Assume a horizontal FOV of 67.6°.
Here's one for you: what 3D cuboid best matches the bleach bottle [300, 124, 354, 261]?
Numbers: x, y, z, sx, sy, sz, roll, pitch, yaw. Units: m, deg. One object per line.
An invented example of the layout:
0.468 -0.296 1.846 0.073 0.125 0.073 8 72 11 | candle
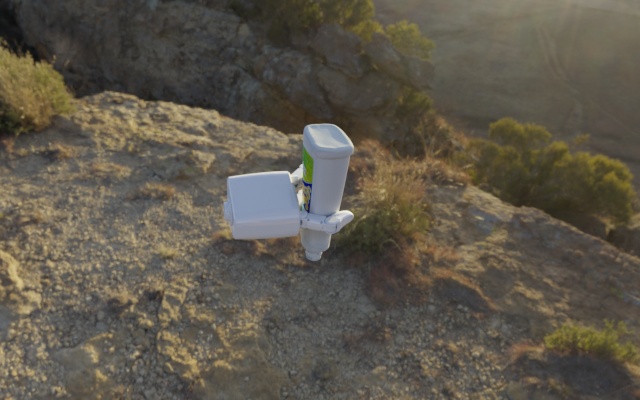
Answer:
0.000 0.003 0.817 0.068 0.251 0.102 -5 34 -16 | bleach bottle
